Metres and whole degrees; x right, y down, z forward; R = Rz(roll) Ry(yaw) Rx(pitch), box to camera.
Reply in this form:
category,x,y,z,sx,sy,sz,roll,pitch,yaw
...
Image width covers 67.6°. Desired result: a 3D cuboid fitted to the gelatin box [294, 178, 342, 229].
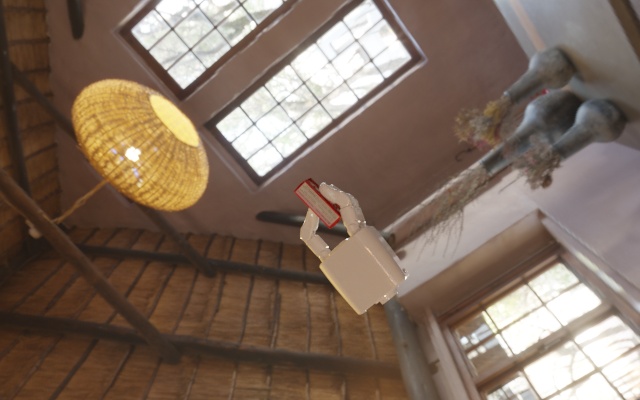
category,x,y,z,sx,sy,sz,roll,pitch,yaw
gelatin box,0.000,0.003,0.814,0.030,0.089,0.073,-45,0,10
